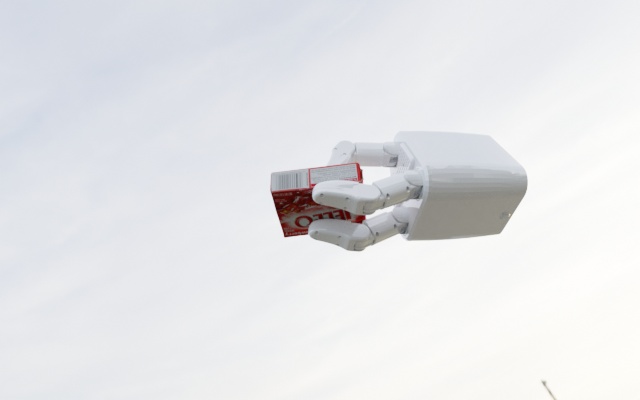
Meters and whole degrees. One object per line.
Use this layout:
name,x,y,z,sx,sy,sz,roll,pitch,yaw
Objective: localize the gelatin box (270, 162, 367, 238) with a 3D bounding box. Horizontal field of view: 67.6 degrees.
gelatin box,0.000,0.001,0.477,0.089,0.030,0.073,-6,-41,4
